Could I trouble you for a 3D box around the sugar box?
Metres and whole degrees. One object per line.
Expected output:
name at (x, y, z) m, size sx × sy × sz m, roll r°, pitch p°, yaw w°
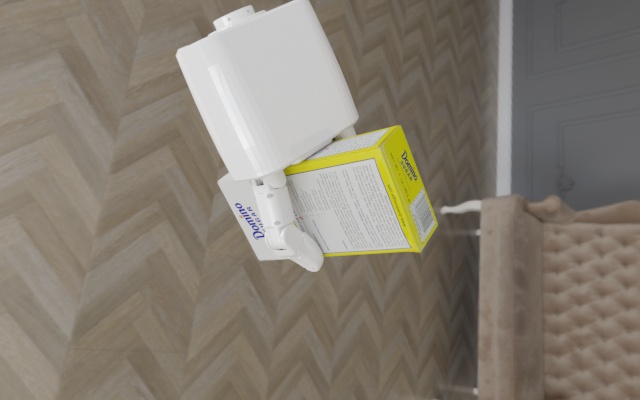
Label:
sugar box at (0.000, 0.001, 0.409) m, size 0.176 × 0.093 × 0.048 m, roll -6°, pitch 27°, yaw 40°
